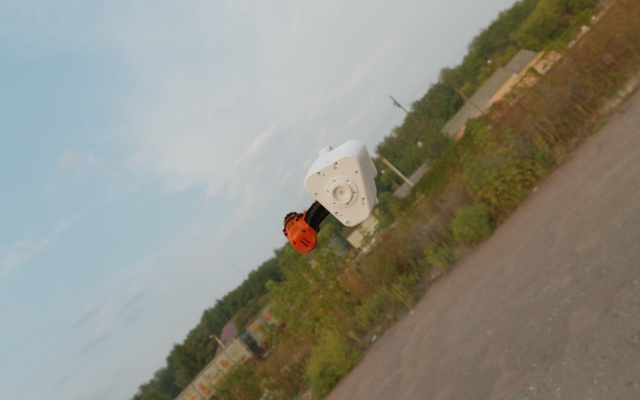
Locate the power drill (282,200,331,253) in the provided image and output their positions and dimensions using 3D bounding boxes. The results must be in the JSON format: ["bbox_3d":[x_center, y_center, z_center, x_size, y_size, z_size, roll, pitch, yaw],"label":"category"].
[{"bbox_3d":[0.000,0.003,0.898,0.057,0.187,0.184,36,3,-16],"label":"power drill"}]
